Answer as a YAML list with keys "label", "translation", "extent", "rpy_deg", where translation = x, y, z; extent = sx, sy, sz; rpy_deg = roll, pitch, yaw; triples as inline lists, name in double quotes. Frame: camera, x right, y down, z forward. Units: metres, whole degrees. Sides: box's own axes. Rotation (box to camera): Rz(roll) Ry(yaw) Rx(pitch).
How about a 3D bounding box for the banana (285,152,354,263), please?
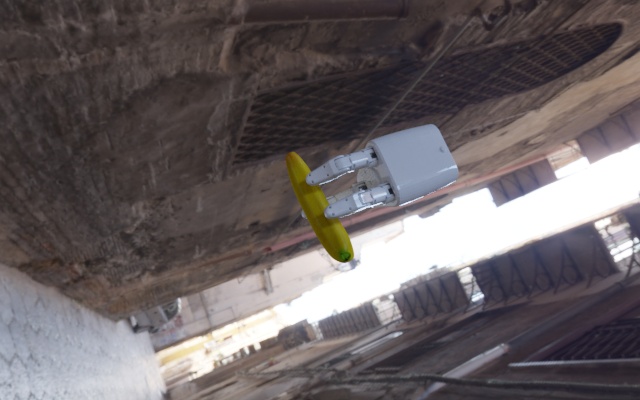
- label: "banana"
  translation: [0.002, 0.016, 0.657]
  extent: [0.037, 0.197, 0.070]
  rpy_deg: [-21, -36, -15]
